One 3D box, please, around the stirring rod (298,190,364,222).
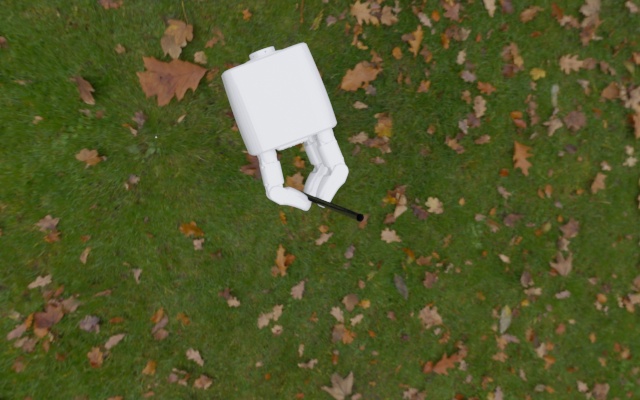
[{"bbox_3d":[0.000,0.002,0.581,0.011,0.011,0.239,0,7,-19],"label":"stirring rod"}]
